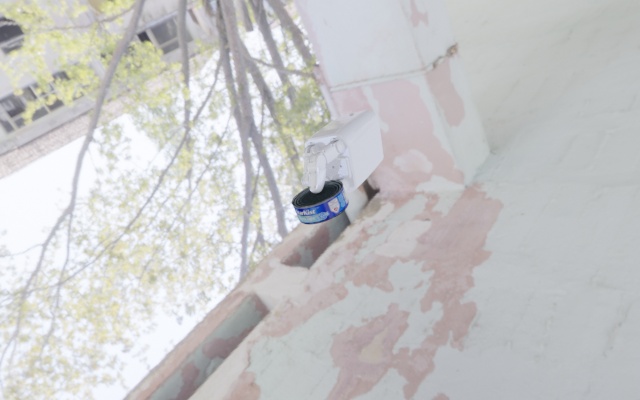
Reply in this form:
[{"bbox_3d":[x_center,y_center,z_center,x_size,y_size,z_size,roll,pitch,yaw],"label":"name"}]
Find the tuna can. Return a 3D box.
[{"bbox_3d":[0.000,0.003,0.747,0.086,0.034,0.086,-19,21,8],"label":"tuna can"}]
